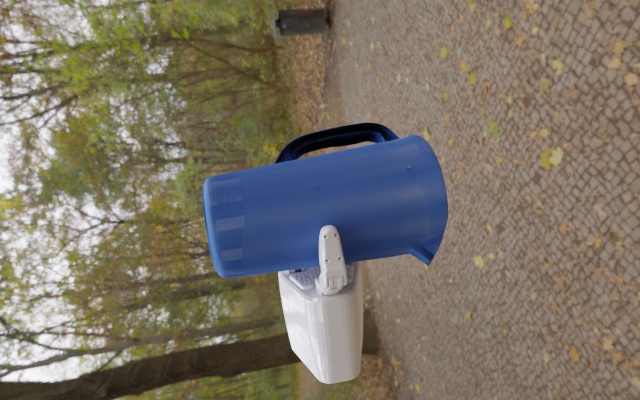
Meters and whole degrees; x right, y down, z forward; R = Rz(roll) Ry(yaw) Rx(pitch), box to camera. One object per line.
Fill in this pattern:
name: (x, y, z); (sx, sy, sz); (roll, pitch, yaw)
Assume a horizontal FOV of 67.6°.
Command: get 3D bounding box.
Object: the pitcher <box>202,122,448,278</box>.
pitcher: (0.000, 0.002, 0.523); (0.243, 0.145, 0.149); (-9, 15, -9)
